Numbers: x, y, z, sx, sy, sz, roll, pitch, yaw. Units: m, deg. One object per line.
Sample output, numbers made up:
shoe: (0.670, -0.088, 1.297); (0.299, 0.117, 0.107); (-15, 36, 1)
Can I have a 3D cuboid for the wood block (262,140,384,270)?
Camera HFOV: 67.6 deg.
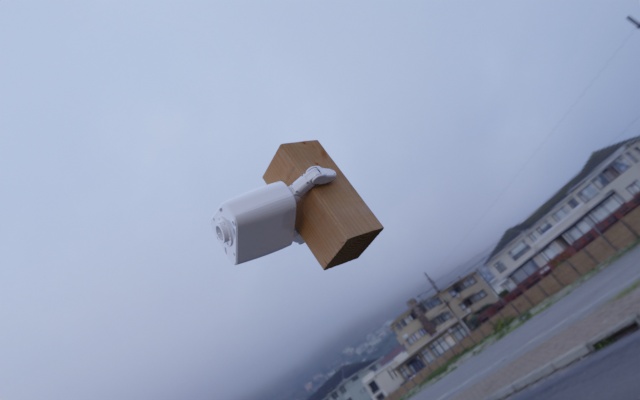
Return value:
wood block: (0.000, 0.002, 0.816); (0.090, 0.206, 0.091); (-13, -32, -43)
